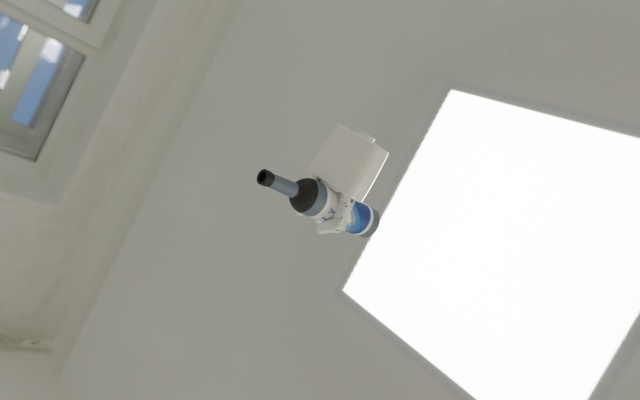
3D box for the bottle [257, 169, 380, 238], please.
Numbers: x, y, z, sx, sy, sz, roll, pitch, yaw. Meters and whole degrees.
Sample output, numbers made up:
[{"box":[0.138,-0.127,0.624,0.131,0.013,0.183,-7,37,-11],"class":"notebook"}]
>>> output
[{"box":[0.000,0.003,0.888,0.069,0.069,0.296,0,-17,43],"class":"bottle"}]
